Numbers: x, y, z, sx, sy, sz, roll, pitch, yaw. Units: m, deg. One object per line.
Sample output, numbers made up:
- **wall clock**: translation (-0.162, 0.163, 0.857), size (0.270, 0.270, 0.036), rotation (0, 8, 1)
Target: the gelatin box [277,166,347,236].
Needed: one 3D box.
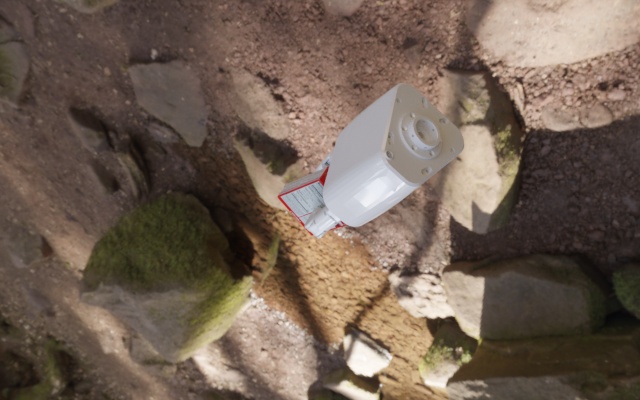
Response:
- **gelatin box**: translation (0.000, 0.002, 0.598), size (0.089, 0.073, 0.030), rotation (-21, 28, 46)
